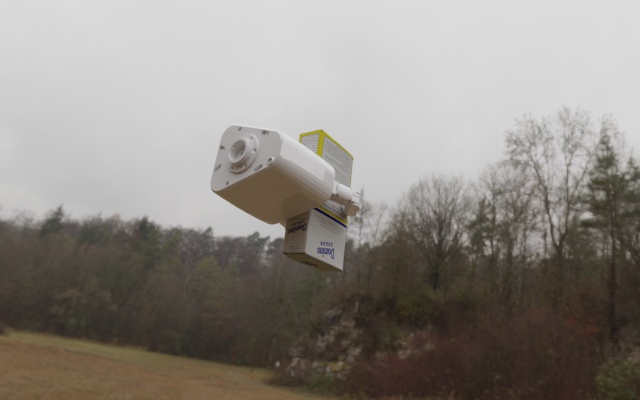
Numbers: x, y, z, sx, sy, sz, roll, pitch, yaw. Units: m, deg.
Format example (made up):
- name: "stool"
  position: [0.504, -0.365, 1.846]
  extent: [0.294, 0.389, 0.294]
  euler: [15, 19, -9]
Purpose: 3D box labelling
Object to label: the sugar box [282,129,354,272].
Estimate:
- name: "sugar box"
  position: [0.000, 0.002, 0.661]
  extent: [0.048, 0.176, 0.093]
  euler: [-4, -24, 35]
